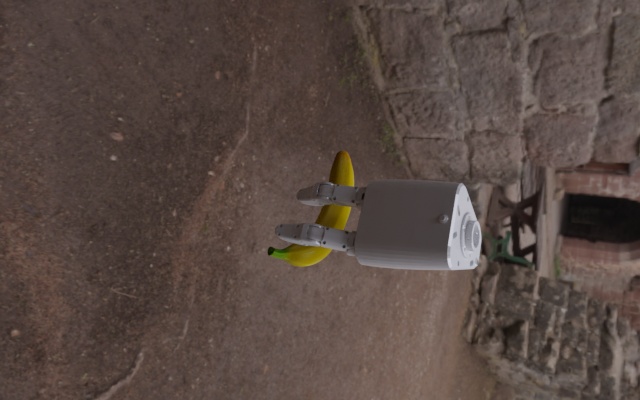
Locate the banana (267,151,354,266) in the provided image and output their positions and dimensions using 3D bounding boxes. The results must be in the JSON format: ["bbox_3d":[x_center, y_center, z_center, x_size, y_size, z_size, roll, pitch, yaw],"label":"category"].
[{"bbox_3d":[0.007,0.018,0.619,0.037,0.070,0.197,-3,40,38],"label":"banana"}]
